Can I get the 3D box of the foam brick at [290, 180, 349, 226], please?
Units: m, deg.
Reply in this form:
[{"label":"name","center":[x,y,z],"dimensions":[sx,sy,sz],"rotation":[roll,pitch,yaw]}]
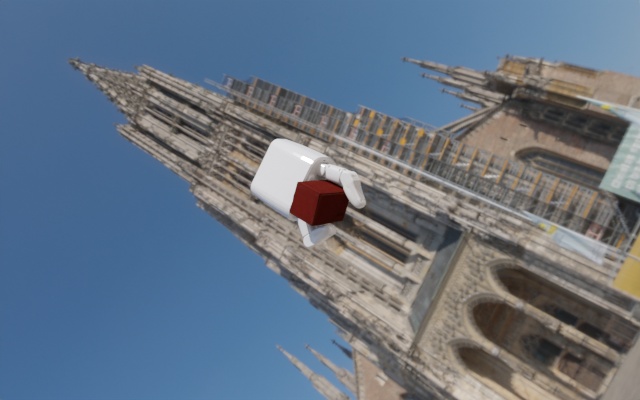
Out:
[{"label":"foam brick","center":[0.000,0.002,0.735],"dimensions":[0.051,0.053,0.078],"rotation":[29,21,34]}]
